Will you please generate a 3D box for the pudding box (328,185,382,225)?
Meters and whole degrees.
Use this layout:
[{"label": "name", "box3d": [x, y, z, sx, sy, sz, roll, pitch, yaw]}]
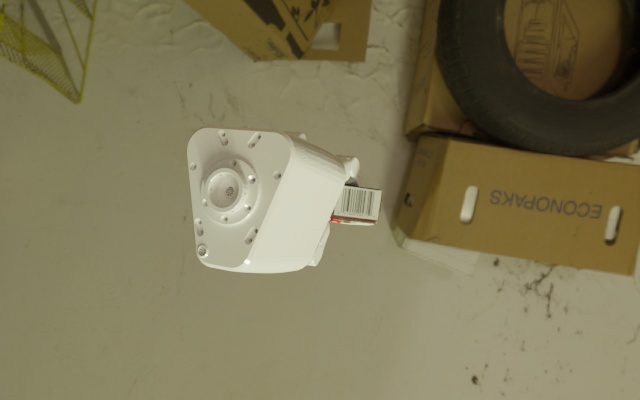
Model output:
[{"label": "pudding box", "box3d": [0.000, 0.002, 0.510, 0.113, 0.039, 0.090, 9, -4, -6]}]
